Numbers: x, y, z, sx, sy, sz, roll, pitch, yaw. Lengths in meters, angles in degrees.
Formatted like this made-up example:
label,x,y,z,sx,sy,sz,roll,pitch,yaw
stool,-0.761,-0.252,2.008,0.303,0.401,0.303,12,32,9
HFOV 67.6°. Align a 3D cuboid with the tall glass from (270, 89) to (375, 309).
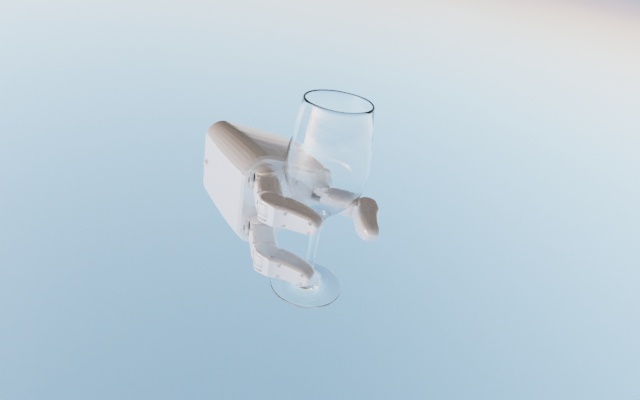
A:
label,x,y,z,sx,sy,sz,roll,pitch,yaw
tall glass,0.000,0.002,0.451,0.079,0.201,0.079,8,29,-5
